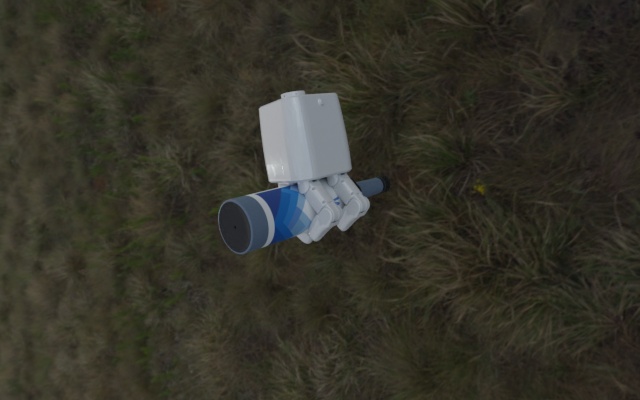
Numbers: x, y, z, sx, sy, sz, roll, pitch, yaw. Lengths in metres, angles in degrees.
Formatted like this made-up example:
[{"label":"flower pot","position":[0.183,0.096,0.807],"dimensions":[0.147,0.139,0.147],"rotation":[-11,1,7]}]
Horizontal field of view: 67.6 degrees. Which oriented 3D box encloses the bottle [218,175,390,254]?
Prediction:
[{"label":"bottle","position":[0.000,0.002,0.662],"dimensions":[0.069,0.069,0.295],"rotation":[0,11,44]}]
